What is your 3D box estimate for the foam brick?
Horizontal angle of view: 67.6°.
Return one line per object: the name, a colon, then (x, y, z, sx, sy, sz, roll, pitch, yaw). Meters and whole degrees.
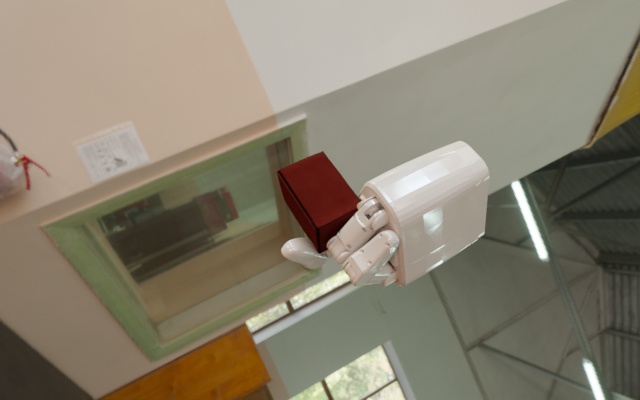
foam brick: (0.000, 0.001, 0.469, 0.051, 0.078, 0.053, -28, -29, -13)
